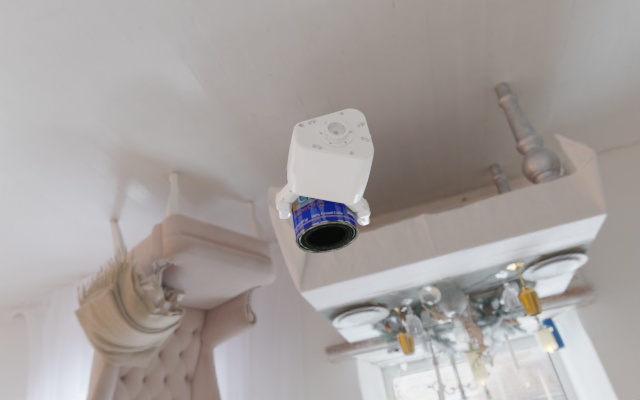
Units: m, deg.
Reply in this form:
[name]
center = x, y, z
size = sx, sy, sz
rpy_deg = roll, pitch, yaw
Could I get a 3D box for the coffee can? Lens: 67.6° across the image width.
[coffee can]
center = 0.000, 0.003, 0.798
size = 0.103, 0.140, 0.103
rpy_deg = -8, -32, -5
